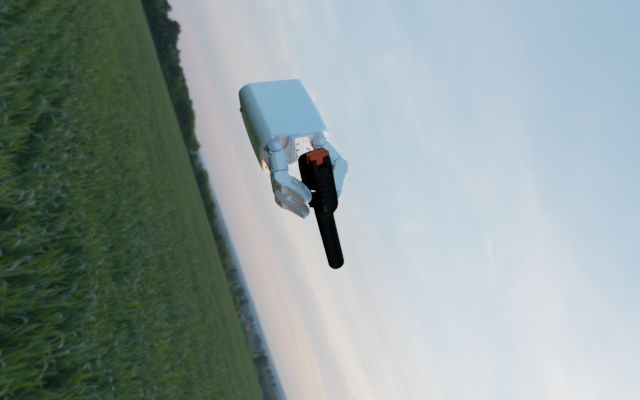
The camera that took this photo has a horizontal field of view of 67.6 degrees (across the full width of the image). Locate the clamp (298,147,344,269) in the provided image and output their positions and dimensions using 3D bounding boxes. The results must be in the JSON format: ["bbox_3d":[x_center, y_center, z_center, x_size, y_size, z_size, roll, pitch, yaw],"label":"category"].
[{"bbox_3d":[0.001,0.002,0.686,0.036,0.164,0.210,-21,-21,-13],"label":"clamp"}]
